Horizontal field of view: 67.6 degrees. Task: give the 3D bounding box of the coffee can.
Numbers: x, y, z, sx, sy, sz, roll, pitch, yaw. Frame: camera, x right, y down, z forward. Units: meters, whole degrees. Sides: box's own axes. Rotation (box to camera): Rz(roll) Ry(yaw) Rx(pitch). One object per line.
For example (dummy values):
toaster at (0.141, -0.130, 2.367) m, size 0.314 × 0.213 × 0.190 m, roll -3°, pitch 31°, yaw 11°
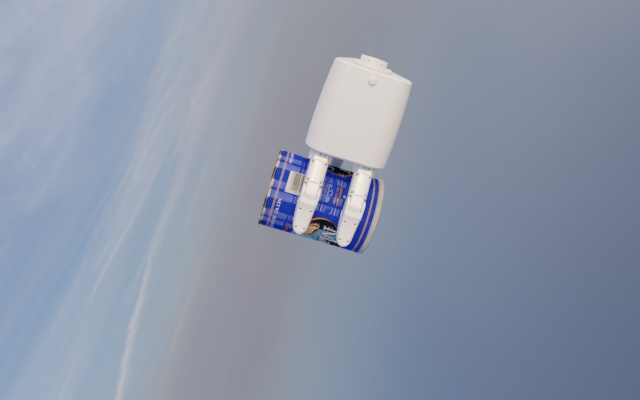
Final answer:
coffee can at (0.000, 0.002, 0.626) m, size 0.140 × 0.103 × 0.103 m, roll 17°, pitch -2°, yaw -5°
